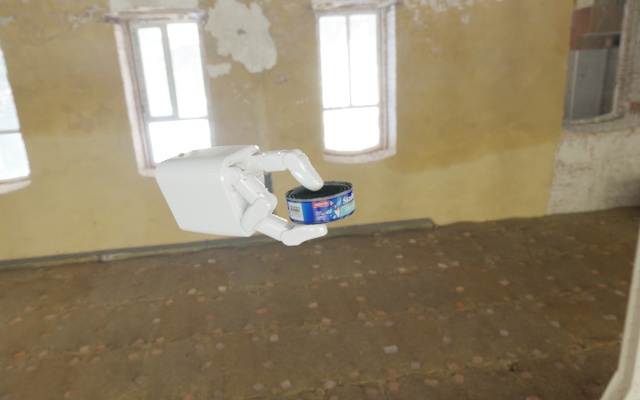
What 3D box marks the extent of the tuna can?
[{"bbox_3d":[0.000,0.003,0.600,0.086,0.034,0.086,-8,15,2],"label":"tuna can"}]
